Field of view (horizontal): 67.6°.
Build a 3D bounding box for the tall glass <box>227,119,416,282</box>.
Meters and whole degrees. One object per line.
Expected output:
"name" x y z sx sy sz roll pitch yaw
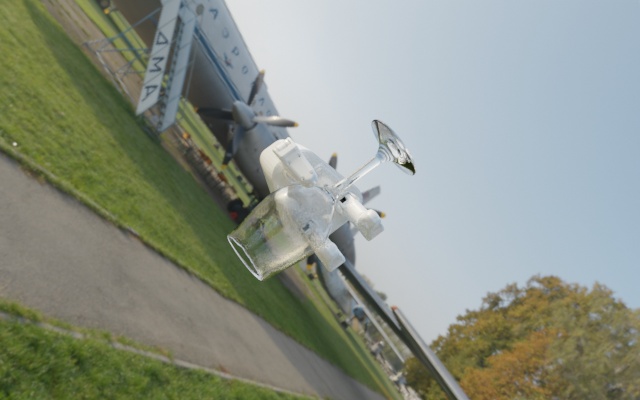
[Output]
"tall glass" 0.001 0.001 0.509 0.201 0.079 0.079 -37 4 -5
